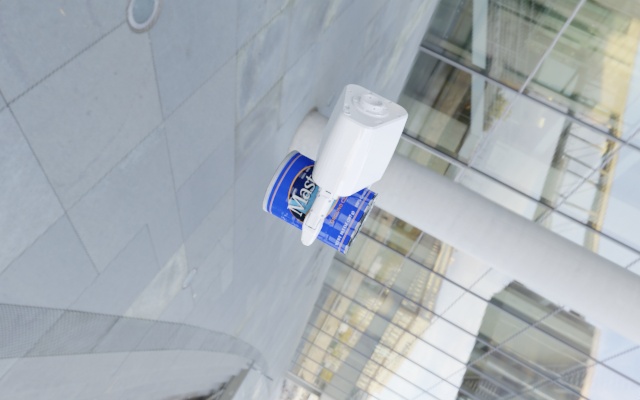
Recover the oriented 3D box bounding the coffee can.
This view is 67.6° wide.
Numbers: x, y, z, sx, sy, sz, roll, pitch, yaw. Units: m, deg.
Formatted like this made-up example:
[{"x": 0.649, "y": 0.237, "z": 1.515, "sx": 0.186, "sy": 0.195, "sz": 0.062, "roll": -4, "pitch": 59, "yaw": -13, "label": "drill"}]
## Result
[{"x": 0.000, "y": 0.002, "z": 0.708, "sx": 0.140, "sy": 0.103, "sz": 0.103, "roll": 28, "pitch": 4, "yaw": 8, "label": "coffee can"}]
